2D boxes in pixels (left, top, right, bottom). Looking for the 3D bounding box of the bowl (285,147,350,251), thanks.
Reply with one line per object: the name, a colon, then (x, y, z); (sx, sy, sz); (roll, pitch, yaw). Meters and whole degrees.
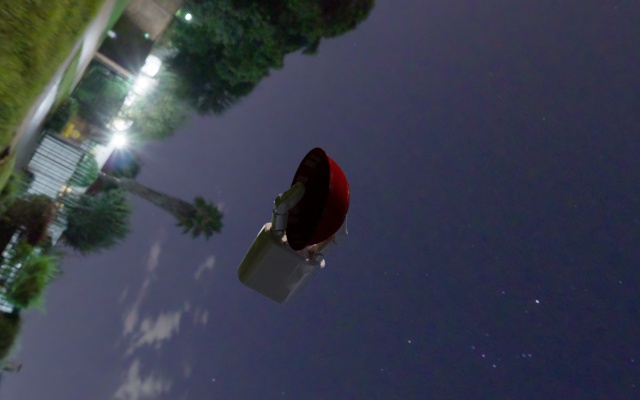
bowl: (0.001, 0.002, 0.736); (0.055, 0.162, 0.162); (13, -5, -23)
